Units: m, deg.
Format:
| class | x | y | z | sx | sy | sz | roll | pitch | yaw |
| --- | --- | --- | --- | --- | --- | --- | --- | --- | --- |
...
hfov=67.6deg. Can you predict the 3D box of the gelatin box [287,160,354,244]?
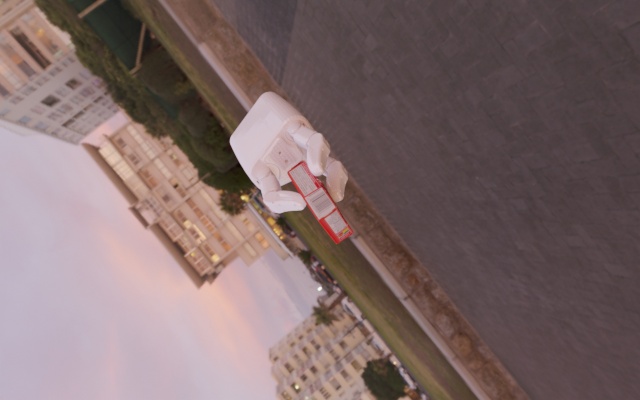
| class | x | y | z | sx | sy | sz | roll | pitch | yaw |
| --- | --- | --- | --- | --- | --- | --- | --- | --- | --- |
| gelatin box | 0.000 | 0.002 | 0.599 | 0.030 | 0.089 | 0.073 | -34 | -34 | 0 |
